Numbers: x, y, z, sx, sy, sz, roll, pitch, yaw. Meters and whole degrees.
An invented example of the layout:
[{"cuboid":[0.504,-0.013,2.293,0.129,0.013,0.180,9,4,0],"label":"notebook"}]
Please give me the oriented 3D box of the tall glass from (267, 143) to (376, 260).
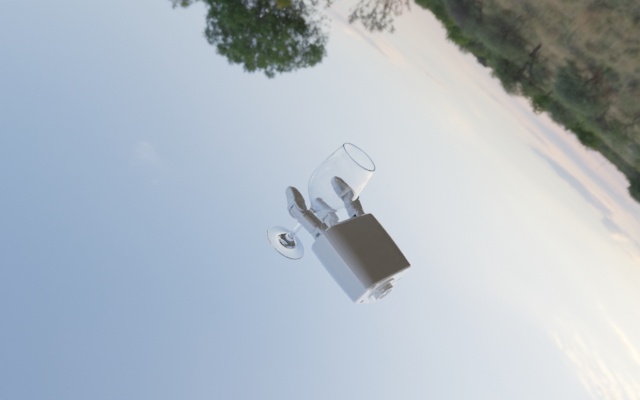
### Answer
[{"cuboid":[0.000,0.003,0.755,0.079,0.079,0.201,0,-43,-53],"label":"tall glass"}]
